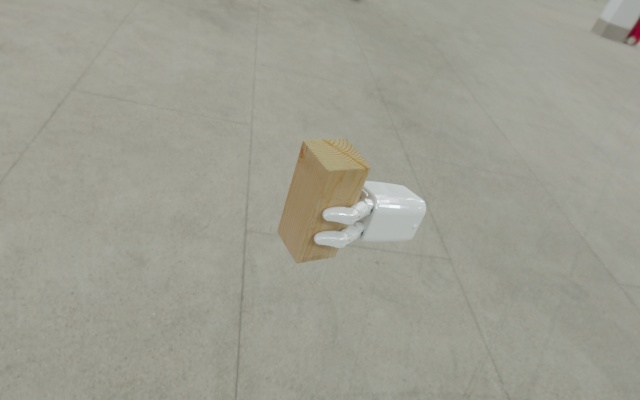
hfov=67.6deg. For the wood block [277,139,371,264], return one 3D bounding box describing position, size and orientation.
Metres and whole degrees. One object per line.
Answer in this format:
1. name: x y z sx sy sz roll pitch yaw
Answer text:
1. wood block: 0.000 0.002 0.843 0.090 0.206 0.090 -6 42 -31
